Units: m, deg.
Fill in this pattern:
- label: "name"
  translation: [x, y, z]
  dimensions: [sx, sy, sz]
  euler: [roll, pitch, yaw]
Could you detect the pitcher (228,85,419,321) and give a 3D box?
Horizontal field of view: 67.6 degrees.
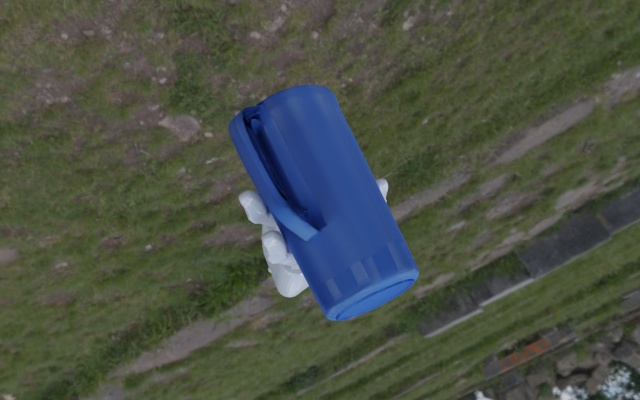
- label: "pitcher"
  translation: [0.000, 0.002, 0.524]
  dimensions: [0.149, 0.242, 0.145]
  euler: [-19, -23, -18]
